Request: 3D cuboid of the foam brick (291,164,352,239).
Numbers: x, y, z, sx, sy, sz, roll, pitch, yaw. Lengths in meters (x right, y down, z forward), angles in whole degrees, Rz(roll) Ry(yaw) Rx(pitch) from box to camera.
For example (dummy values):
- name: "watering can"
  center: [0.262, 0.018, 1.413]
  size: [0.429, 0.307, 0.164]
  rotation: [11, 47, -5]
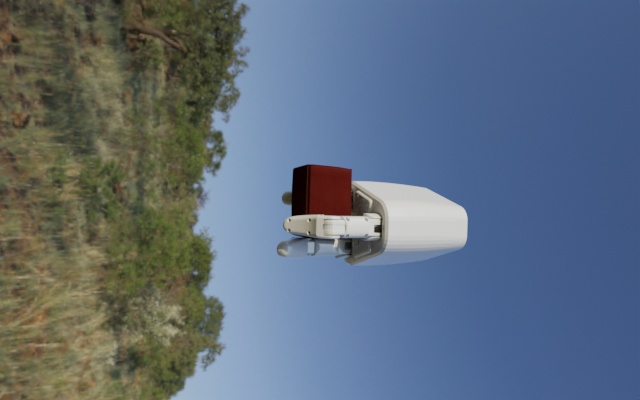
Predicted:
- name: "foam brick"
  center: [0.000, 0.001, 0.523]
  size: [0.051, 0.078, 0.053]
  rotation: [1, 0, -21]
